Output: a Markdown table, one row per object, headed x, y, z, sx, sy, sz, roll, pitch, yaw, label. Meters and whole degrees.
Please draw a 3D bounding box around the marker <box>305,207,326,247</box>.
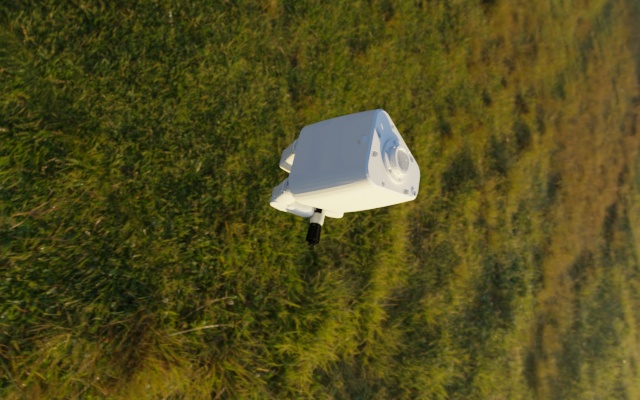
| x | y | z | sx | sy | sz | roll | pitch | yaw | label |
| --- | --- | --- | --- | --- | --- | --- | --- | --- | --- |
| 0.000 | 0.002 | 0.621 | 0.020 | 0.121 | 0.020 | 10 | -24 | 4 | marker |
